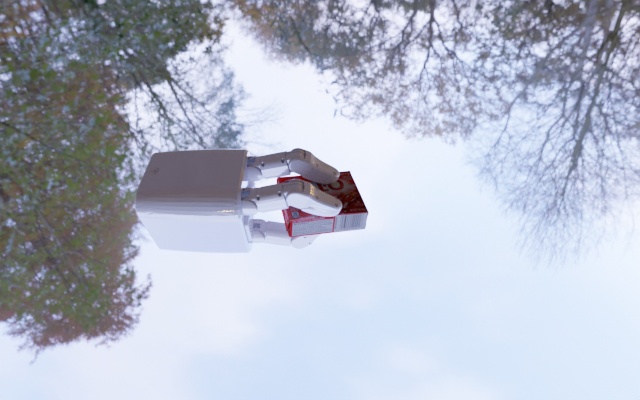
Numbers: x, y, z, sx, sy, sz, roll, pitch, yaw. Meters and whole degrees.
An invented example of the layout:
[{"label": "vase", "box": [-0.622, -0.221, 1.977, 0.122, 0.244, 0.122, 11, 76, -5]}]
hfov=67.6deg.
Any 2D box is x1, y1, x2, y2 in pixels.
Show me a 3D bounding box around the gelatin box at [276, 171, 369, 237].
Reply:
[{"label": "gelatin box", "box": [0.000, 0.002, 0.530, 0.089, 0.030, 0.073, -5, 42, -13]}]
